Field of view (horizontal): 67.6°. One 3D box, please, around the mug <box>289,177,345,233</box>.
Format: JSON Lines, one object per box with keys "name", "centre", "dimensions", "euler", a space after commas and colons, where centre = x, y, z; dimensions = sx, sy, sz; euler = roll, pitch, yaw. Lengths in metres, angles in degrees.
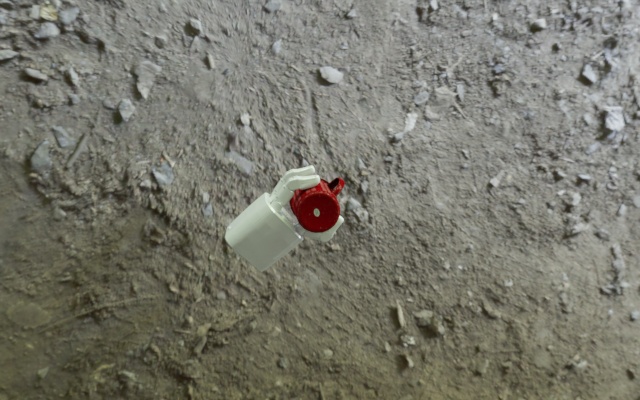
{"name": "mug", "centre": [0.001, 0.002, 0.891], "dimensions": [0.117, 0.093, 0.081], "euler": [-41, 18, 5]}
